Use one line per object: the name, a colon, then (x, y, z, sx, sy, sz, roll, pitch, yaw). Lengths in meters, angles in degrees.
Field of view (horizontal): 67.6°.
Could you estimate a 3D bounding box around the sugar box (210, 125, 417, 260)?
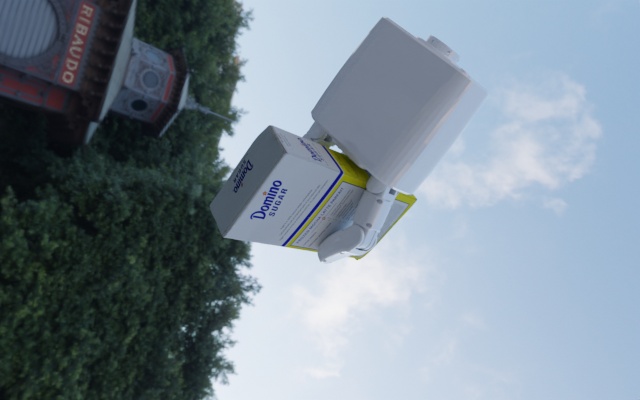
sugar box: (0.000, 0.001, 0.432, 0.176, 0.093, 0.048, 18, 30, -43)
